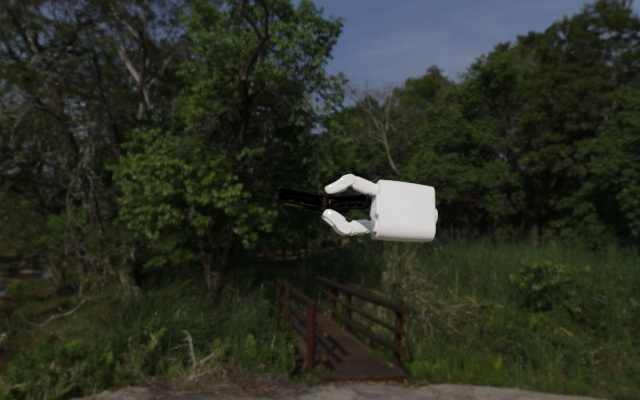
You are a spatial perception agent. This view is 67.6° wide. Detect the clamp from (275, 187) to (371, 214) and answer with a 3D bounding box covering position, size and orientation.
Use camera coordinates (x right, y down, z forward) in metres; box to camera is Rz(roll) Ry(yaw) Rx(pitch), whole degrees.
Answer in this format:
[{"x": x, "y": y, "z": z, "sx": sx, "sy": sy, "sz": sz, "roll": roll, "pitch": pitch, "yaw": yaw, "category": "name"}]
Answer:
[{"x": 0.000, "y": 0.002, "z": 0.900, "sx": 0.164, "sy": 0.036, "sz": 0.210, "roll": 7, "pitch": -5, "yaw": -2, "category": "clamp"}]
